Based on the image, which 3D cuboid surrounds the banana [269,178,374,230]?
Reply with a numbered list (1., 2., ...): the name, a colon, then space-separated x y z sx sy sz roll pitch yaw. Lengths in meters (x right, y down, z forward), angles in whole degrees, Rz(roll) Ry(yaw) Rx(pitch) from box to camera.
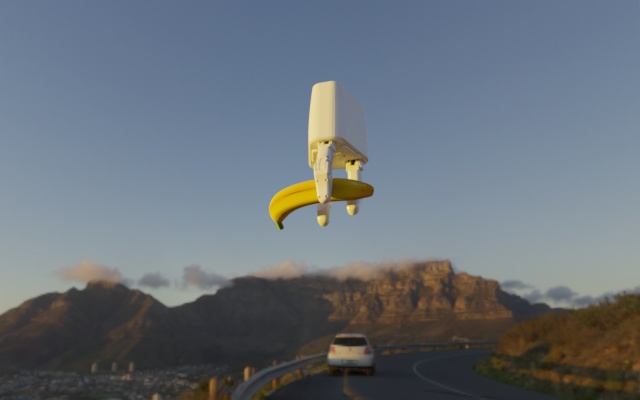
1. banana: -0.015 -0.003 0.736 0.198 0.037 0.070 -20 -34 36
